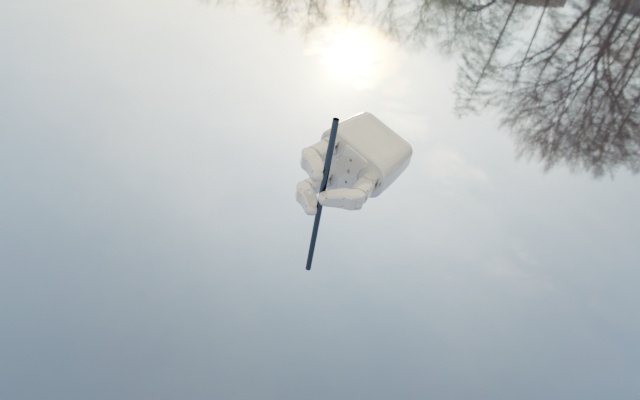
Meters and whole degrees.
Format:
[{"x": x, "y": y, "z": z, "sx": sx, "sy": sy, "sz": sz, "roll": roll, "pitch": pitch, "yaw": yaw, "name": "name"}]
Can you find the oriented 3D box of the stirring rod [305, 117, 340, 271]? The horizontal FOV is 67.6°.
[{"x": 0.000, "y": 0.002, "z": 0.624, "sx": 0.011, "sy": 0.240, "sz": 0.011, "roll": 7, "pitch": 35, "yaw": -5, "name": "stirring rod"}]
